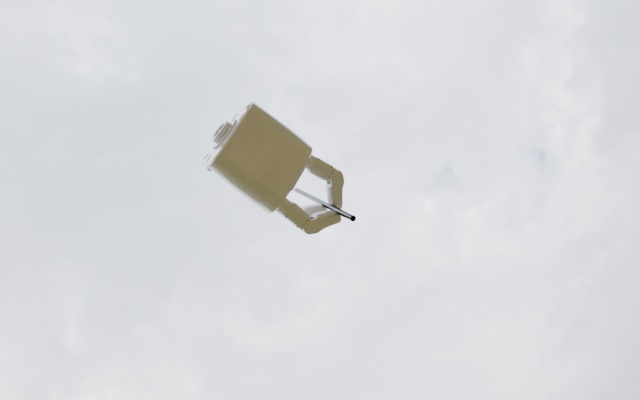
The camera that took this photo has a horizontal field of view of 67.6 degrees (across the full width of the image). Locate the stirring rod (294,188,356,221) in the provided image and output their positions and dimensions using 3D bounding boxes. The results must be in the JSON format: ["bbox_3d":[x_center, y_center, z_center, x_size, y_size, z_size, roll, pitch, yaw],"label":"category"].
[{"bbox_3d":[0.000,0.002,0.728,0.011,0.011,0.239,0,10,-21],"label":"stirring rod"}]
